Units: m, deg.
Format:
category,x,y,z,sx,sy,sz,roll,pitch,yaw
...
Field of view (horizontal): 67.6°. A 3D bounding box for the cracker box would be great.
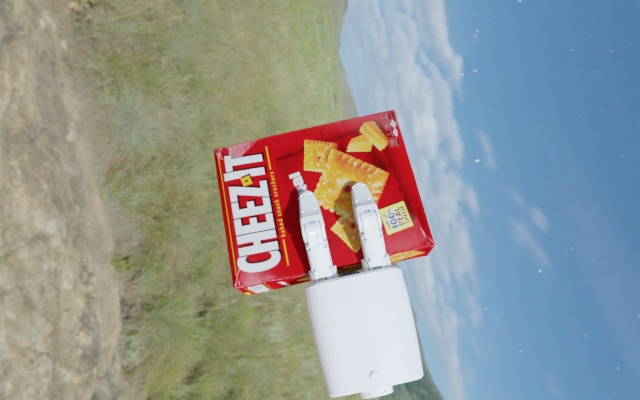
category,x,y,z,sx,sy,sz,roll,pitch,yaw
cracker box,0.000,0.002,0.536,0.214,0.164,0.072,-12,-18,0
